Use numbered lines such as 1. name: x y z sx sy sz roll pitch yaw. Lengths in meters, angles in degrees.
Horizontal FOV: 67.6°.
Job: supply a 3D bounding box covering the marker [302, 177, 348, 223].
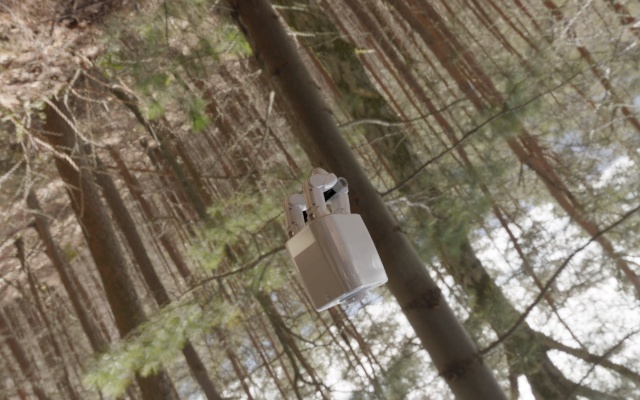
1. marker: 0.000 0.002 0.735 0.020 0.020 0.121 0 -29 -38
